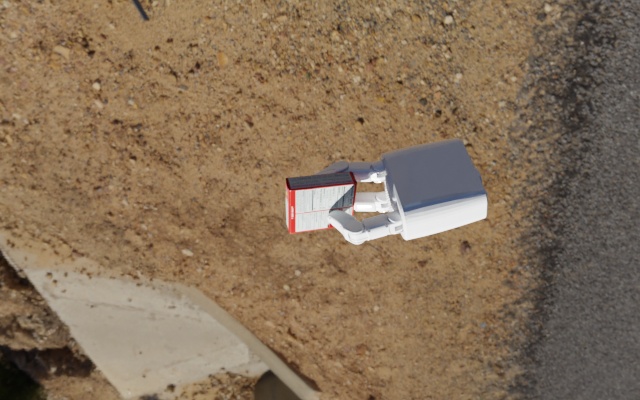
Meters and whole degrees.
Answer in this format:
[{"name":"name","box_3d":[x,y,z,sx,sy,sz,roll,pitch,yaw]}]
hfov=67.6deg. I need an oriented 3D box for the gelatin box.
[{"name":"gelatin box","box_3d":[0.000,0.002,0.619,0.089,0.073,0.030,-7,41,-12]}]
